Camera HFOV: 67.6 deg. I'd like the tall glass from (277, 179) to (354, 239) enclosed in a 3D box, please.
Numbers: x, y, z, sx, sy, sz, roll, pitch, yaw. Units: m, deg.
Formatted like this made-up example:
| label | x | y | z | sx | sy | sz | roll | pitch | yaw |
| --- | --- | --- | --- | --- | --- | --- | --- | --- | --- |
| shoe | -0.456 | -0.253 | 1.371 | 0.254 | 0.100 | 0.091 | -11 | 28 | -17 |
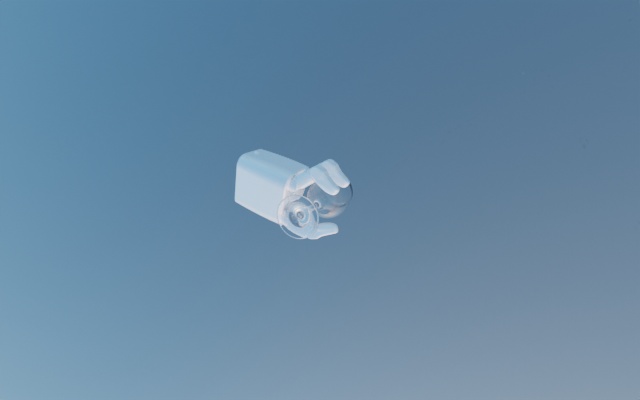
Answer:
| label | x | y | z | sx | sy | sz | roll | pitch | yaw |
| --- | --- | --- | --- | --- | --- | --- | --- | --- | --- |
| tall glass | 0.000 | 0.003 | 0.854 | 0.079 | 0.079 | 0.201 | 0 | 14 | 23 |
